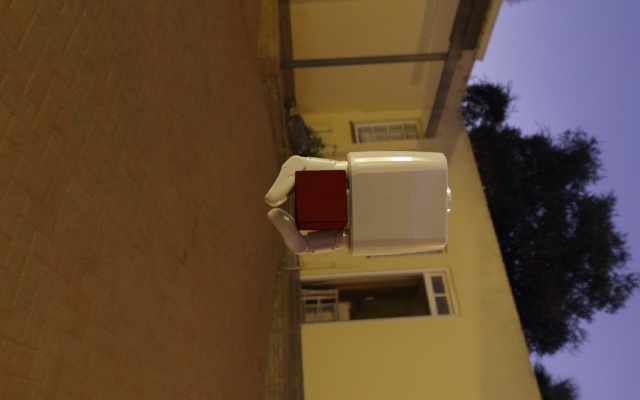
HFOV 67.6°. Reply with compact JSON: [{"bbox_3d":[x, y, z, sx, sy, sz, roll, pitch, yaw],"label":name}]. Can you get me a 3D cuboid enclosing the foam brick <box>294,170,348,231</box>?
[{"bbox_3d":[0.000,0.002,0.492,0.051,0.053,0.078,-1,-9,-1],"label":"foam brick"}]
